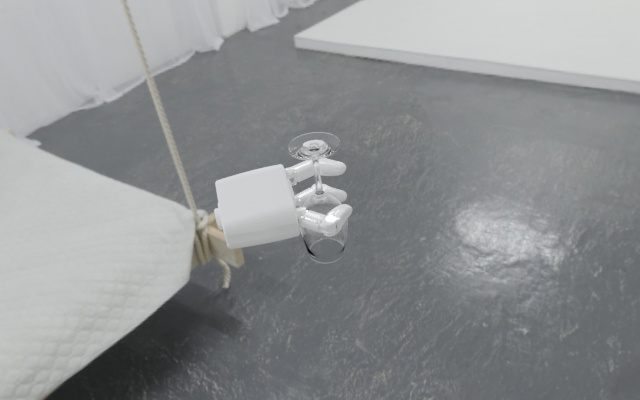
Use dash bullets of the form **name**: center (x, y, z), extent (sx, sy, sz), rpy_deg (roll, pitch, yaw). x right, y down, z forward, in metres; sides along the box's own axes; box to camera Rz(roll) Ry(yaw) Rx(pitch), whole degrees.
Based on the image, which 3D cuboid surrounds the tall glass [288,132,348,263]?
- **tall glass**: center (0.000, 0.002, 0.725), extent (0.079, 0.201, 0.079), rpy_deg (-5, 36, 4)
